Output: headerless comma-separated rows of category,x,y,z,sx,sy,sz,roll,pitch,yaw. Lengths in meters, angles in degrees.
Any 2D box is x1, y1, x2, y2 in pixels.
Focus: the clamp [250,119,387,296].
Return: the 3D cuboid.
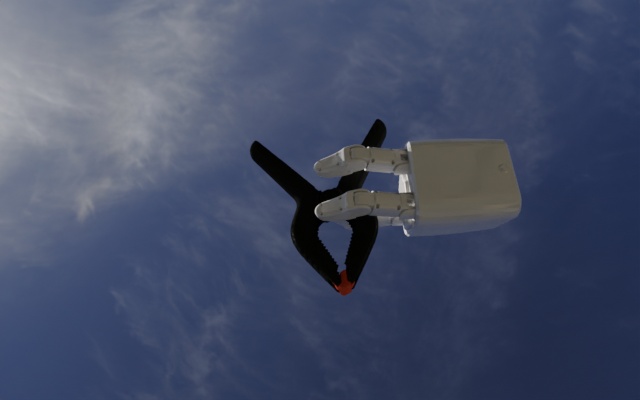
clamp,0.000,0.003,0.533,0.164,0.209,0.036,-5,-29,4
